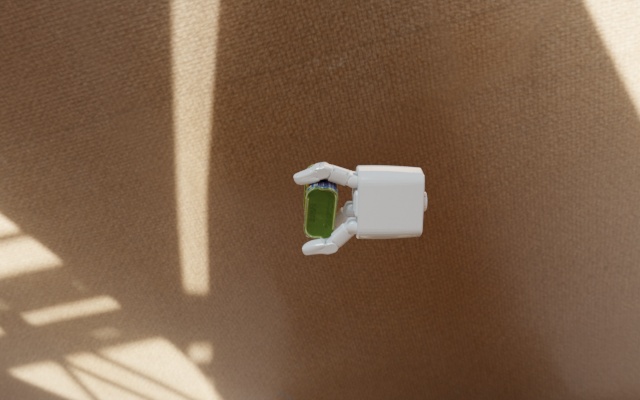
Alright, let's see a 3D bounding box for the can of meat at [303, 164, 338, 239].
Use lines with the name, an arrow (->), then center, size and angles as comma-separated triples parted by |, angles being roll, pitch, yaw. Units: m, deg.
can of meat -> 0.000, 0.003, 0.804 | 0.057, 0.102, 0.084 | 3, 29, -3
